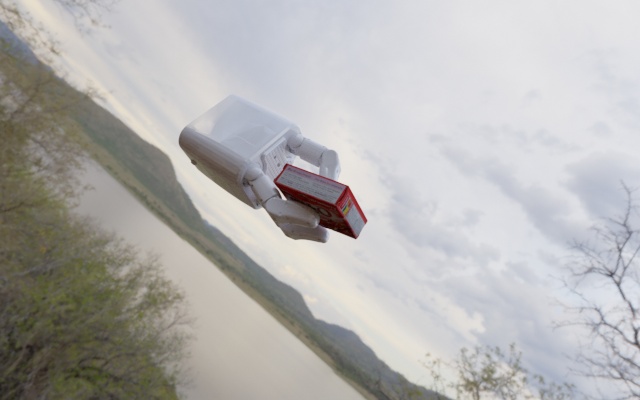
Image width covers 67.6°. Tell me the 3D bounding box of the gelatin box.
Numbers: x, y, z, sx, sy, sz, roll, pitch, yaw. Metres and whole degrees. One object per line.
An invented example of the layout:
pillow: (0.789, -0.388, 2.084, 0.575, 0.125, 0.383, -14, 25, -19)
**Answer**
gelatin box: (0.001, 0.001, 0.525, 0.089, 0.030, 0.073, 21, -22, 33)
